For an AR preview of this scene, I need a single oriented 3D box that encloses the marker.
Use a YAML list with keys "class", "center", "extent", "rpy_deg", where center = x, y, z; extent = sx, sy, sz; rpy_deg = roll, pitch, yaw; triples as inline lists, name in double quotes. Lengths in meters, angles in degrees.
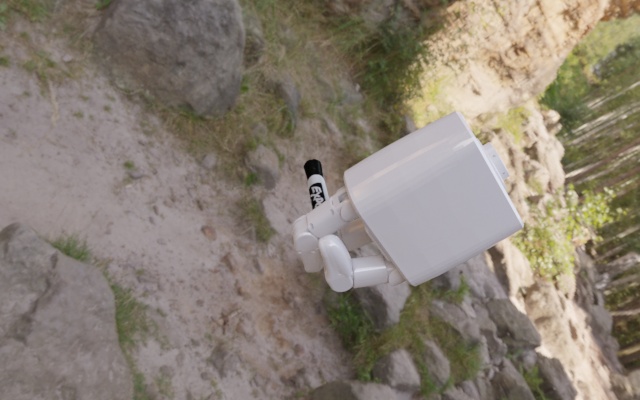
- class: "marker"
  center: [0.000, 0.002, 0.454]
  extent: [0.020, 0.020, 0.121]
  rpy_deg: [0, 43, -11]
